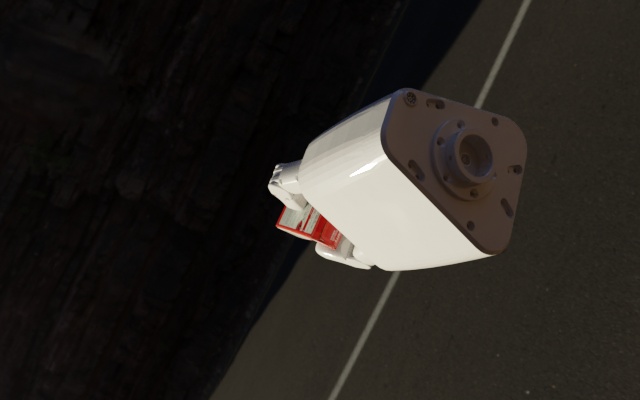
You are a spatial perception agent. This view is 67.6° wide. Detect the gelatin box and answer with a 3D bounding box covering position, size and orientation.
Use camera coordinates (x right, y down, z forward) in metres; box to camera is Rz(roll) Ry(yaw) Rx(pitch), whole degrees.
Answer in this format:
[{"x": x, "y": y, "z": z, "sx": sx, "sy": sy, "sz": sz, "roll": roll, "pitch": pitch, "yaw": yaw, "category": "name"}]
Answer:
[{"x": 0.000, "y": 0.001, "z": 0.442, "sx": 0.030, "sy": 0.073, "sz": 0.089, "roll": 28, "pitch": -8, "yaw": -25, "category": "gelatin box"}]
